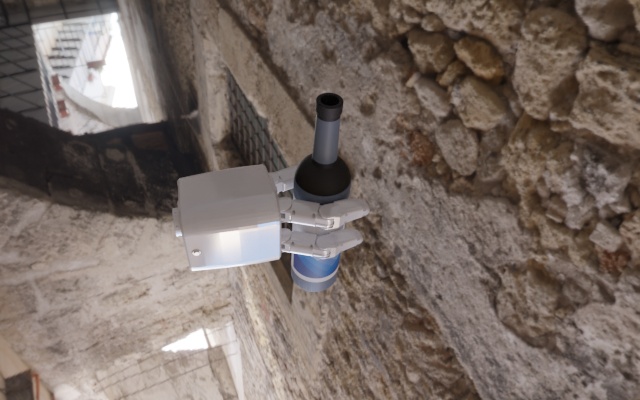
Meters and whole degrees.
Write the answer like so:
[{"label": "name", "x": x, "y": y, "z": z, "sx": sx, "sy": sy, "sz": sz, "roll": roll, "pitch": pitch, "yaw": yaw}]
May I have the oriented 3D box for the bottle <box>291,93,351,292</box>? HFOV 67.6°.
[{"label": "bottle", "x": 0.000, "y": 0.002, "z": 0.578, "sx": 0.069, "sy": 0.069, "sz": 0.296, "roll": 0, "pitch": -43, "yaw": -5}]
